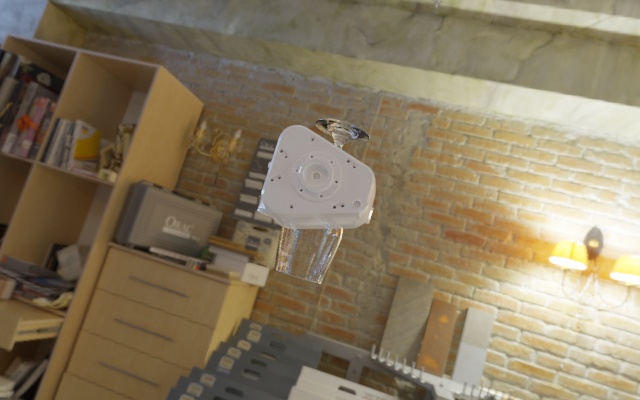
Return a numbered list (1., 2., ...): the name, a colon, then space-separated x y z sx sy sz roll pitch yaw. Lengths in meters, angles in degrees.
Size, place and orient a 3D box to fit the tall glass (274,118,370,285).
1. tall glass: 0.000 0.001 0.611 0.079 0.201 0.079 17 -8 2
